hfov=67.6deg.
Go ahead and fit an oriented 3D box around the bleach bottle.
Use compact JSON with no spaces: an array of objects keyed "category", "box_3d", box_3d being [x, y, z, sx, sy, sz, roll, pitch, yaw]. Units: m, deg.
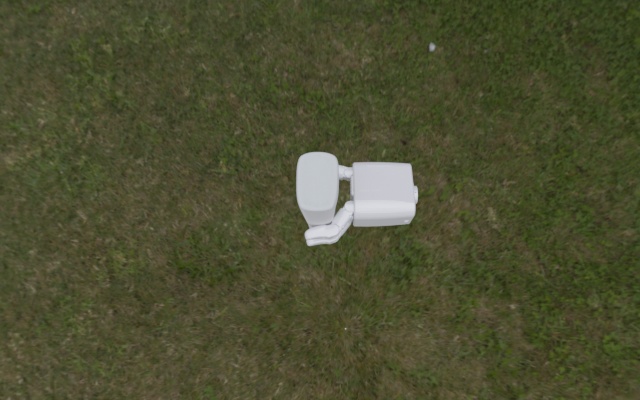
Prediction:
[{"category":"bleach bottle","box_3d":[0.000,0.003,0.869,0.068,0.102,0.251,1,-15,3]}]
